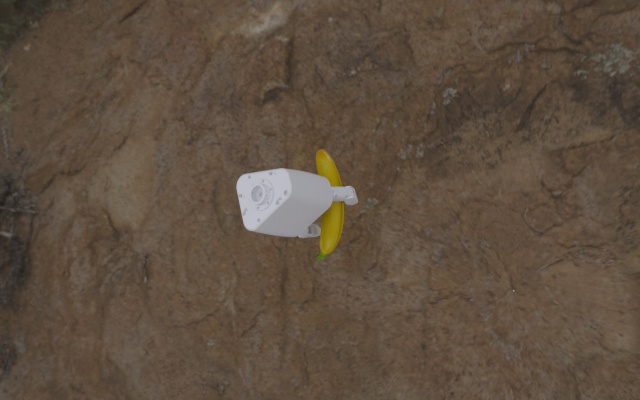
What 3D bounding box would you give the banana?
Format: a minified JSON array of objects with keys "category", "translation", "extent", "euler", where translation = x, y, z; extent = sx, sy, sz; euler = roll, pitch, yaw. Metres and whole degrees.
[{"category":"banana","translation":[0.012,0.006,0.832],"extent":[0.037,0.198,0.069],"euler":[4,-3,-41]}]
